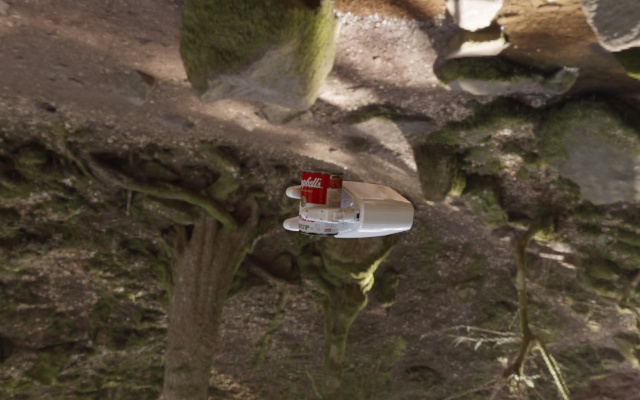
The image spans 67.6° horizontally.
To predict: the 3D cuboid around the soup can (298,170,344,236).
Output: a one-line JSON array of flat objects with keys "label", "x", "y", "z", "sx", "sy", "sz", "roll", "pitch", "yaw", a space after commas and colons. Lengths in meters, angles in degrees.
[{"label": "soup can", "x": 0.000, "y": 0.003, "z": 0.779, "sx": 0.068, "sy": 0.102, "sz": 0.068, "roll": 4, "pitch": 5, "yaw": 0}]
